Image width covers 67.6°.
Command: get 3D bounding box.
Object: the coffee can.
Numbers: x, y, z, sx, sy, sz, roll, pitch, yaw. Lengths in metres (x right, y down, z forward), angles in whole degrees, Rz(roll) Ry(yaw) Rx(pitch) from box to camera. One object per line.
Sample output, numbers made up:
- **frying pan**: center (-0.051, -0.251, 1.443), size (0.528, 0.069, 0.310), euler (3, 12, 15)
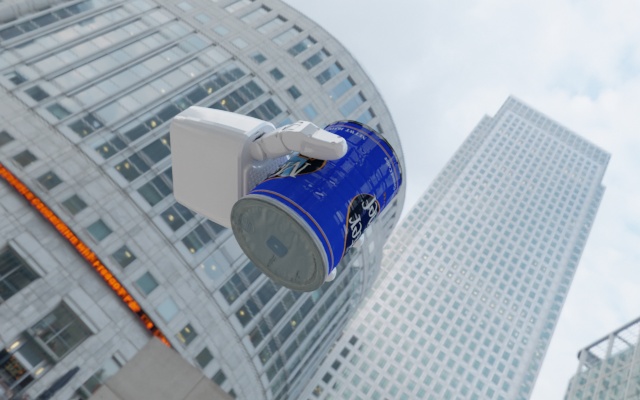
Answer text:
- **coffee can**: center (0.000, 0.002, 0.451), size (0.103, 0.103, 0.140), euler (0, 34, 43)
